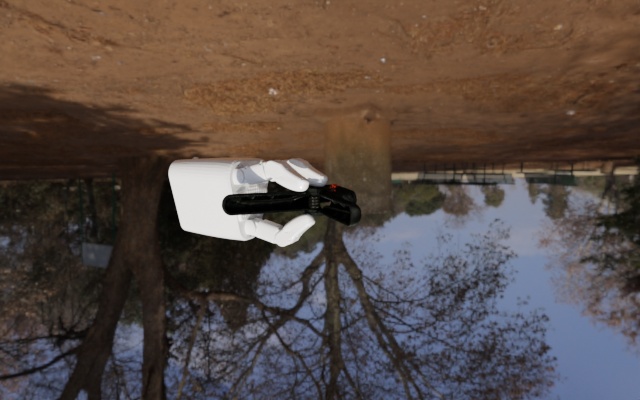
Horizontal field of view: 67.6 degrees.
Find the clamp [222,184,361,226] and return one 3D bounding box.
[{"bbox_3d":[0.000,0.003,0.611,0.164,0.036,0.210,6,8,25],"label":"clamp"}]
